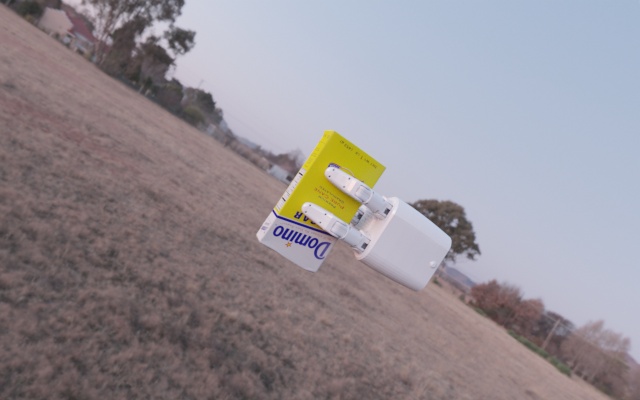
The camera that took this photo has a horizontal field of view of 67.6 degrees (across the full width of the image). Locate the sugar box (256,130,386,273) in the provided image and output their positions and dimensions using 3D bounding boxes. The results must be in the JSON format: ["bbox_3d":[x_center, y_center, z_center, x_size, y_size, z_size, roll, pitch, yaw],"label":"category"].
[{"bbox_3d":[0.000,0.002,0.645,0.093,0.176,0.048,32,0,-18],"label":"sugar box"}]
